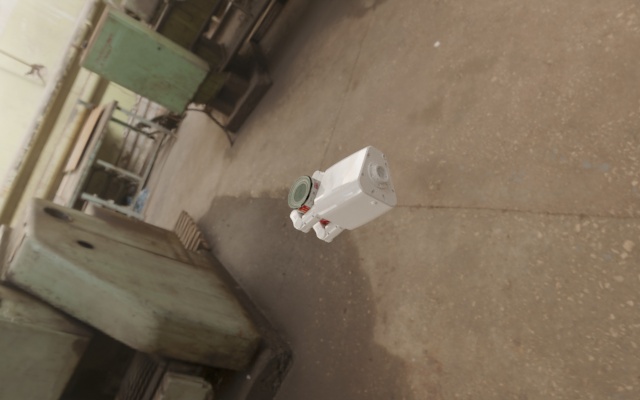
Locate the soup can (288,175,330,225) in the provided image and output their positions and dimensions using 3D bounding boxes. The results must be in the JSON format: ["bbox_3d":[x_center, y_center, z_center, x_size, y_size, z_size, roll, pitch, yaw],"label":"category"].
[{"bbox_3d":[0.000,0.003,0.877,0.102,0.068,0.068,25,-14,-33],"label":"soup can"}]
